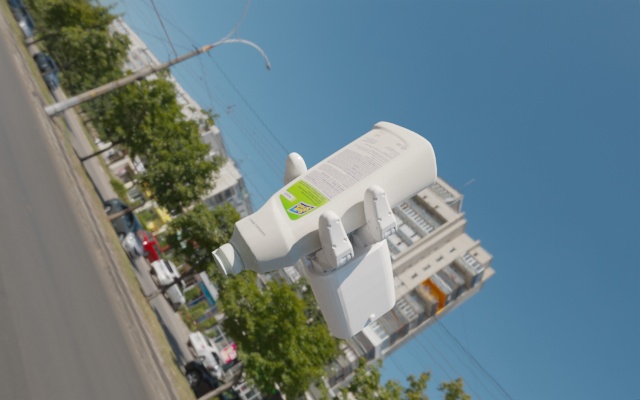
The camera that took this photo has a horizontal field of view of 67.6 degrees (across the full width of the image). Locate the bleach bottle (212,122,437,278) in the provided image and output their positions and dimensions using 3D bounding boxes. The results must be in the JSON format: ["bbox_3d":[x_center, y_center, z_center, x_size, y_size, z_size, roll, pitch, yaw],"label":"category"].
[{"bbox_3d":[0.000,0.002,0.510,0.251,0.068,0.102,-29,35,-20],"label":"bleach bottle"}]
